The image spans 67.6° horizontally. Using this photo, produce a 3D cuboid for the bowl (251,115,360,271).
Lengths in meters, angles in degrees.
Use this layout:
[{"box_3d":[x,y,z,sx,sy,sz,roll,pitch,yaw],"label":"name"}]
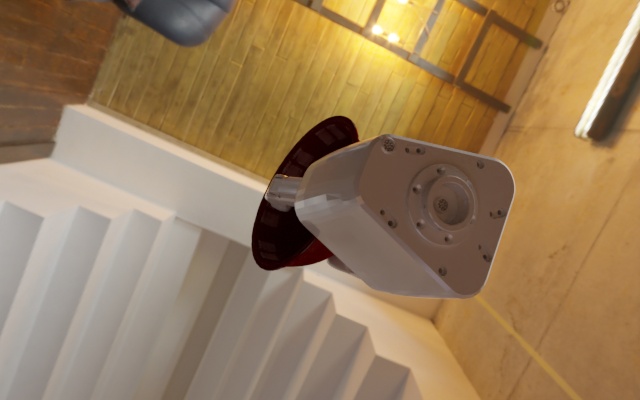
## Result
[{"box_3d":[0.000,0.001,0.461,0.055,0.162,0.162,30,-15,-27],"label":"bowl"}]
